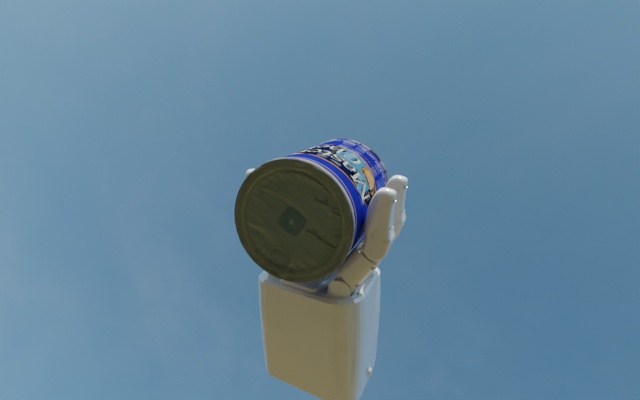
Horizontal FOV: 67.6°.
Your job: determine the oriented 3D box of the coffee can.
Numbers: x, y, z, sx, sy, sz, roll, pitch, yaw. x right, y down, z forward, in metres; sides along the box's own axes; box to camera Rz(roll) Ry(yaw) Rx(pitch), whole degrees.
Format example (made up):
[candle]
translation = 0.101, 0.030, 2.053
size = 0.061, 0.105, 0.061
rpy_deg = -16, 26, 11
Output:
[coffee can]
translation = 0.000, 0.001, 0.440
size = 0.103, 0.103, 0.140
rpy_deg = 0, 13, 20
